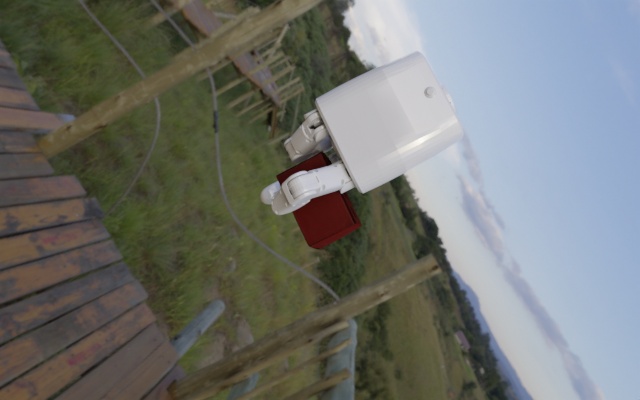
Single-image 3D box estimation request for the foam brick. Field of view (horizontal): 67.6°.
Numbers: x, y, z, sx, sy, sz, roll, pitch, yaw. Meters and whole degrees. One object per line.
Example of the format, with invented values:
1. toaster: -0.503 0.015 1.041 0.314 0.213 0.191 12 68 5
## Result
1. foam brick: 0.000 0.002 0.466 0.051 0.078 0.053 -26 -10 6
